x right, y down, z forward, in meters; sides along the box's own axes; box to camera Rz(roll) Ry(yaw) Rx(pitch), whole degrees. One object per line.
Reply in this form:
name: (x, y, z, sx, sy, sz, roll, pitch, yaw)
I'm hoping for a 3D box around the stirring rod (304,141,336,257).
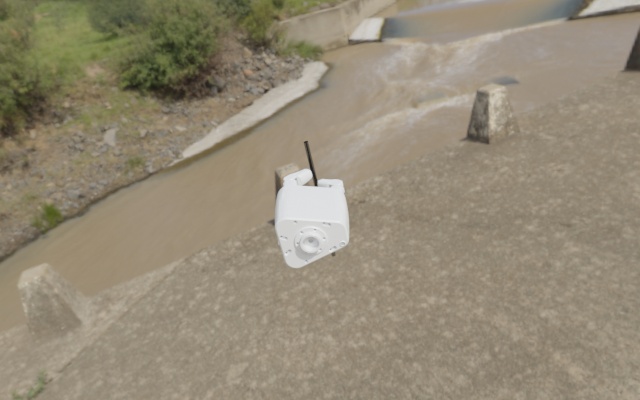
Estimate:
stirring rod: (0.000, 0.003, 0.881, 0.011, 0.240, 0.011, -11, 27, 6)
